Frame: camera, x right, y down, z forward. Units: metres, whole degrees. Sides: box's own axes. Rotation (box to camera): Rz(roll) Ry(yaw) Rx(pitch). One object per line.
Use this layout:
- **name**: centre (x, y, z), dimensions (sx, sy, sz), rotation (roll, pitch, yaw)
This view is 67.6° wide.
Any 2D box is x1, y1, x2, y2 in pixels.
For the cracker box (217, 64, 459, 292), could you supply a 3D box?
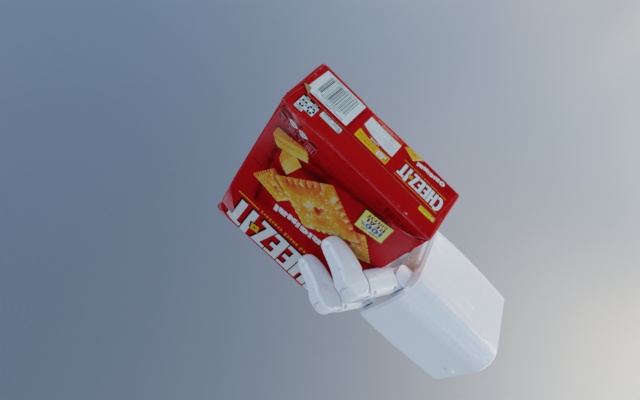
- **cracker box**: centre (0.000, 0.001, 0.470), dimensions (0.072, 0.164, 0.214), rotation (-47, 1, -36)
